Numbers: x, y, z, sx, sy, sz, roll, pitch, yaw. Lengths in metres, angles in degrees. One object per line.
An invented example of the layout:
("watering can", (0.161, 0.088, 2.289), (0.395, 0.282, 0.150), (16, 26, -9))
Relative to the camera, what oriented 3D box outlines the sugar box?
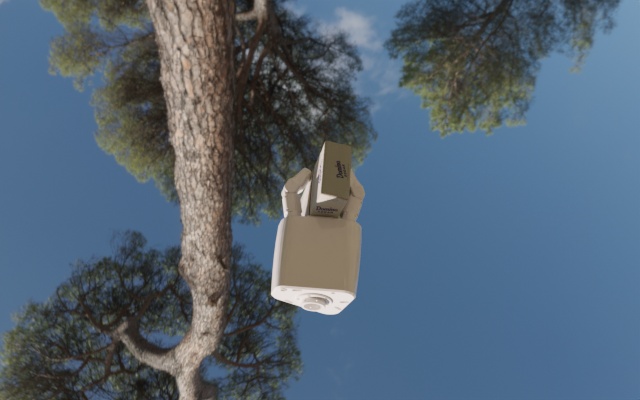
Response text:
("sugar box", (0.001, 0.003, 0.711), (0.048, 0.093, 0.176), (13, -33, -12))
